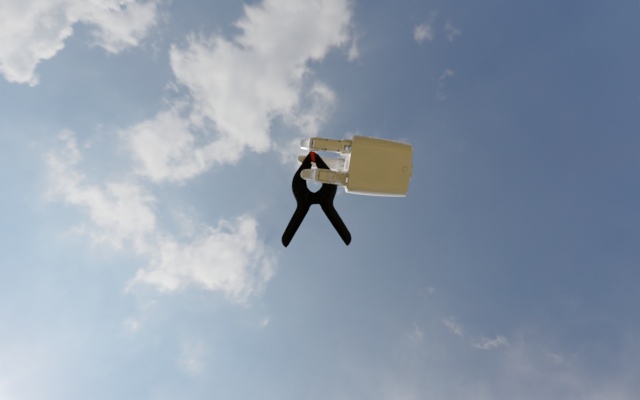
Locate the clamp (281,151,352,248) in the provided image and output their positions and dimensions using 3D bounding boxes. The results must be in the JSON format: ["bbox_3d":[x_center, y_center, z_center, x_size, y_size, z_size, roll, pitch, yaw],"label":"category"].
[{"bbox_3d":[0.000,0.003,0.828,0.120,0.171,0.039,7,1,-2],"label":"clamp"}]
